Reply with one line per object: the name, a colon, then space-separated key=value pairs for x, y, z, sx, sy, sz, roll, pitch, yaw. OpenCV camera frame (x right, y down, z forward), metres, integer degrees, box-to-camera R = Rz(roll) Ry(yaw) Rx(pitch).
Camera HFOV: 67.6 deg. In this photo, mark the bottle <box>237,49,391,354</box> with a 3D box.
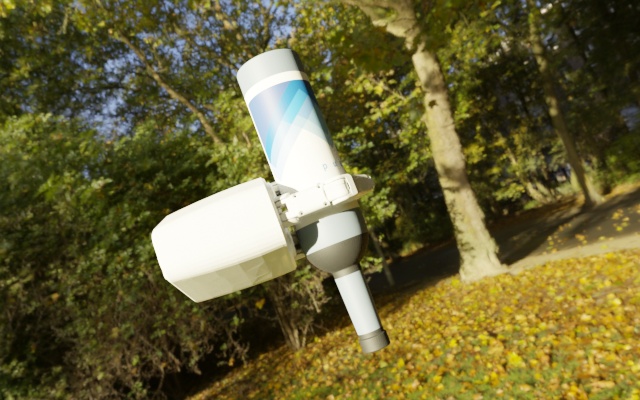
bottle: x=0.000 y=0.001 z=0.463 sx=0.069 sy=0.295 sz=0.069 roll=-21 pitch=-7 yaw=-3
